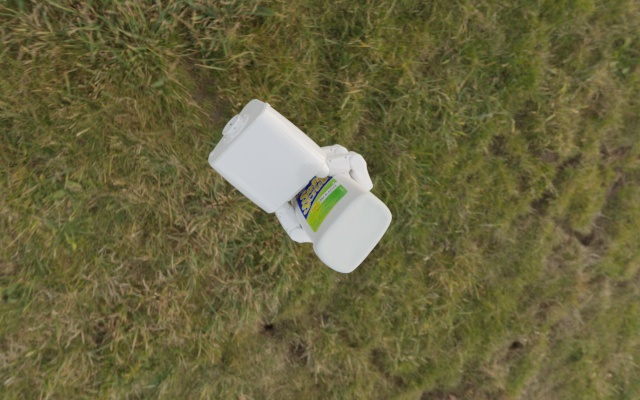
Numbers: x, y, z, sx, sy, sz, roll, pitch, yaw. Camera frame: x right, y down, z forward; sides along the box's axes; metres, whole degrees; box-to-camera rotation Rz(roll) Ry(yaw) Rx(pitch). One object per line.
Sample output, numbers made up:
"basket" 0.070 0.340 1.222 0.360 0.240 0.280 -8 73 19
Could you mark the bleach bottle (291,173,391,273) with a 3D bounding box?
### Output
"bleach bottle" 0.000 0.002 0.667 0.068 0.102 0.250 39 1 -27
